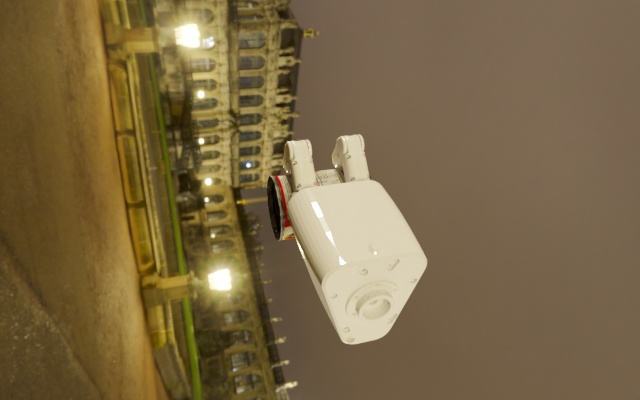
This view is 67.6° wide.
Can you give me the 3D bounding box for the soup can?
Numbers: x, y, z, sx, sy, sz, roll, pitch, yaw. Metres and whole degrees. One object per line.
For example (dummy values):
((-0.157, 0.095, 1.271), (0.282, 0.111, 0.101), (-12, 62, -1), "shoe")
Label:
((0.000, 0.001, 0.506), (0.102, 0.068, 0.068), (-8, 2, -15), "soup can")
